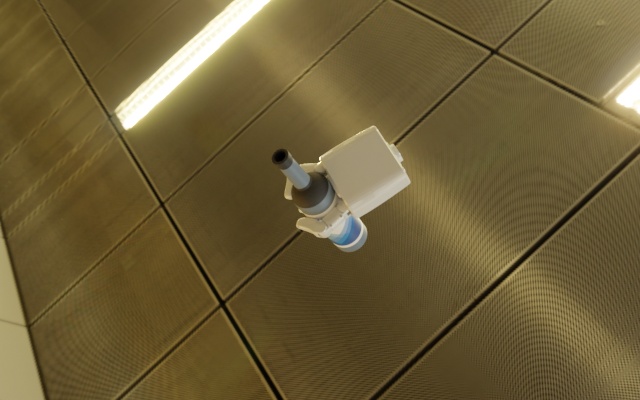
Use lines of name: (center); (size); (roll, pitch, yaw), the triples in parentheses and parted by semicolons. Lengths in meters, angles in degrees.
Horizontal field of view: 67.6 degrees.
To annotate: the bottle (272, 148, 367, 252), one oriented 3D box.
bottle: (0.000, 0.003, 0.794); (0.069, 0.069, 0.296); (0, -26, 26)
